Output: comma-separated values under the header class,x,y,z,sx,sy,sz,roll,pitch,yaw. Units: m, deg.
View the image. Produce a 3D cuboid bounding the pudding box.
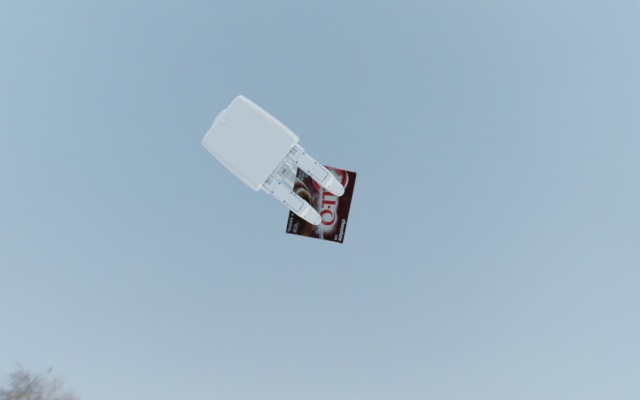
class,x,y,z,sx,sy,sz,roll,pitch,yaw
pudding box,0.000,0.002,0.728,0.090,0.113,0.039,11,3,-5
